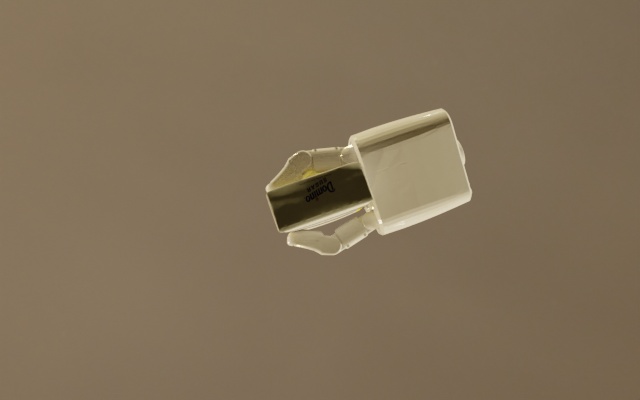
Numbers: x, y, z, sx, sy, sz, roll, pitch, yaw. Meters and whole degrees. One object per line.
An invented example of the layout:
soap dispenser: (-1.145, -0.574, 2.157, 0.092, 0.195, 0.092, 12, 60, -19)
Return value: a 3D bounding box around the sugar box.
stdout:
sugar box: (0.000, 0.001, 0.513, 0.093, 0.048, 0.176, -19, -6, -1)
